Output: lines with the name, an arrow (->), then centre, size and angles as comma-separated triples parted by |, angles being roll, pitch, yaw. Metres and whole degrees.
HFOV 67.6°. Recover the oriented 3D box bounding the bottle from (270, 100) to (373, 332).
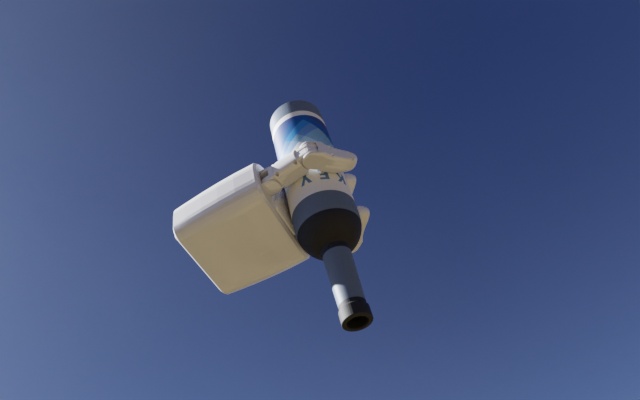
bottle -> 0.000, 0.001, 0.497 | 0.069, 0.069, 0.295 | 0, 43, -16
